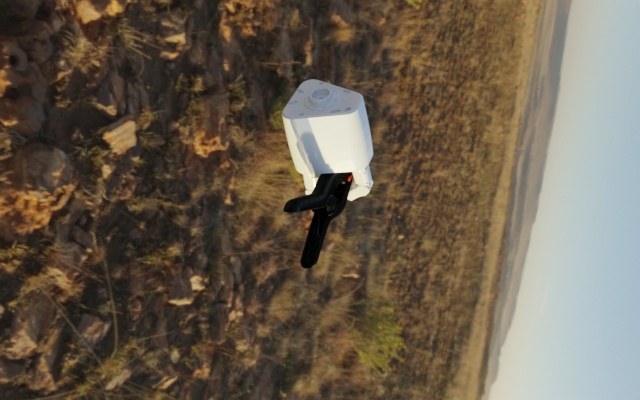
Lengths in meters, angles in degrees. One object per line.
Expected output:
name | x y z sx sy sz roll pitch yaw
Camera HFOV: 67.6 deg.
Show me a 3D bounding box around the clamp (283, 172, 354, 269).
clamp | 0.001 0.002 0.705 0.039 0.171 0.120 11 -38 22
